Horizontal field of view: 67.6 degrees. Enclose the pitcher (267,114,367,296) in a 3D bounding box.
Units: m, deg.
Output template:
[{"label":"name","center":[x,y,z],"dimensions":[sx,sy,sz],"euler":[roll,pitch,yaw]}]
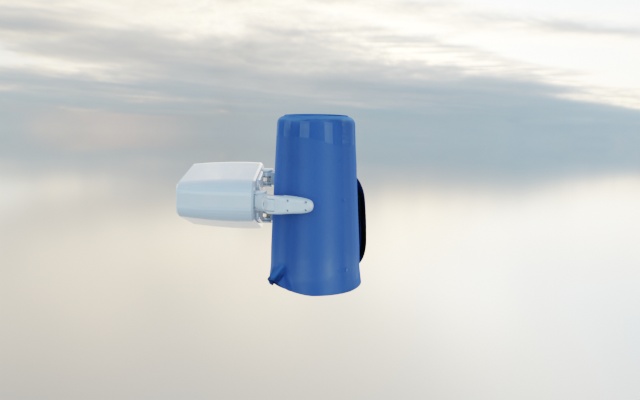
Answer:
[{"label":"pitcher","center":[0.000,0.002,0.680],"dimensions":[0.145,0.243,0.149],"euler":[1,8,0]}]
